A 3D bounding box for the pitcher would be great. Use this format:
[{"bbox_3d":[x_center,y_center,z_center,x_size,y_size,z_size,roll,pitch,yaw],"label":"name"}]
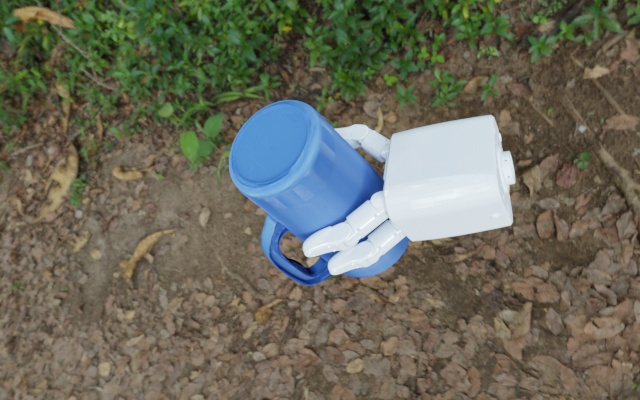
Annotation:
[{"bbox_3d":[0.000,0.002,0.551,0.145,0.149,0.243,-9,-28,27],"label":"pitcher"}]
